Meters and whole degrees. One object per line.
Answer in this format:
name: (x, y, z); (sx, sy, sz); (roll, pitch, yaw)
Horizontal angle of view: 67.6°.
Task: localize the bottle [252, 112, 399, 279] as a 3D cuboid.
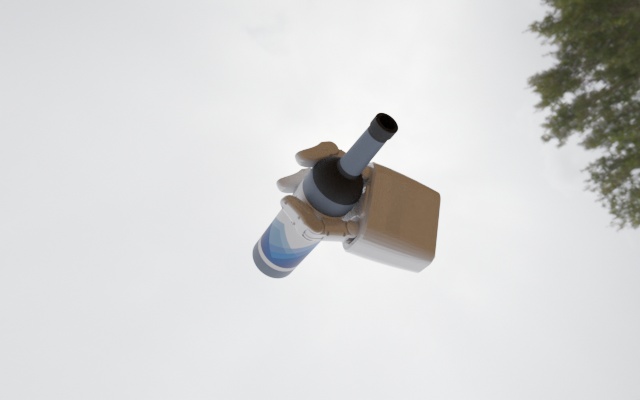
bottle: (0.000, 0.002, 0.581); (0.069, 0.069, 0.296); (0, -33, -33)
